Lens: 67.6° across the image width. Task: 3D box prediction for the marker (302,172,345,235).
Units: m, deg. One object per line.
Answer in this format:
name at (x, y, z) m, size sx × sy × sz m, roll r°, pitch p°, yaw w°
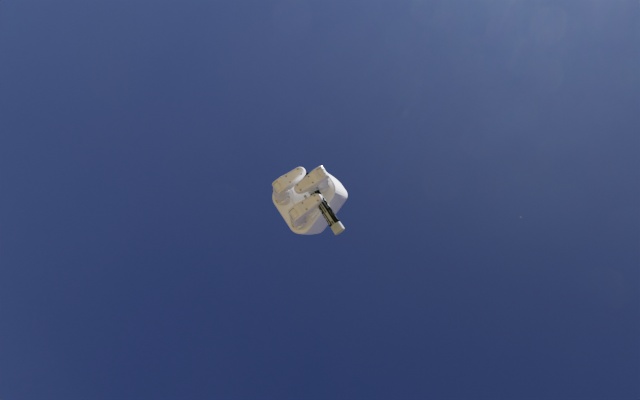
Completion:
marker at (0.000, 0.003, 0.795) m, size 0.020 × 0.121 × 0.020 m, roll -31°, pitch -14°, yaw -9°
